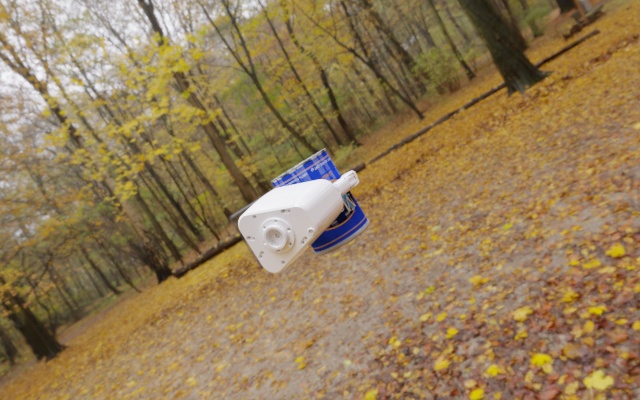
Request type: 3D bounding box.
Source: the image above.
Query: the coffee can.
[{"bbox_3d":[0.000,0.003,0.770,0.103,0.140,0.103,-31,6,4],"label":"coffee can"}]
